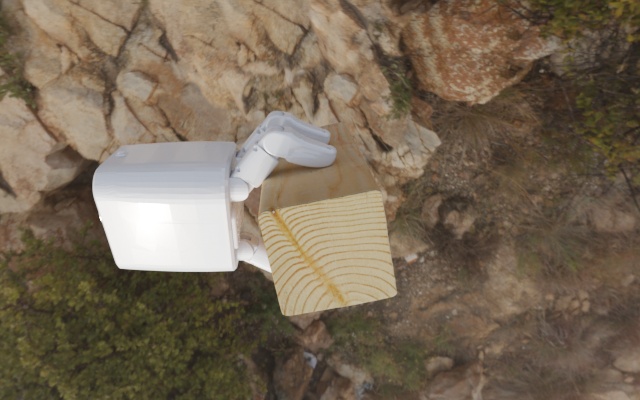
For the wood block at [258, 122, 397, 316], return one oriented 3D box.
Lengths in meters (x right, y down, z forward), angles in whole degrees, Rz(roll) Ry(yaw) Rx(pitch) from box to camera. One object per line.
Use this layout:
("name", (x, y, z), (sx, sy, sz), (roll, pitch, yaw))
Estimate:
("wood block", (0.000, 0.002, 0.437), (0.090, 0.091, 0.206), (-11, 23, 0))
